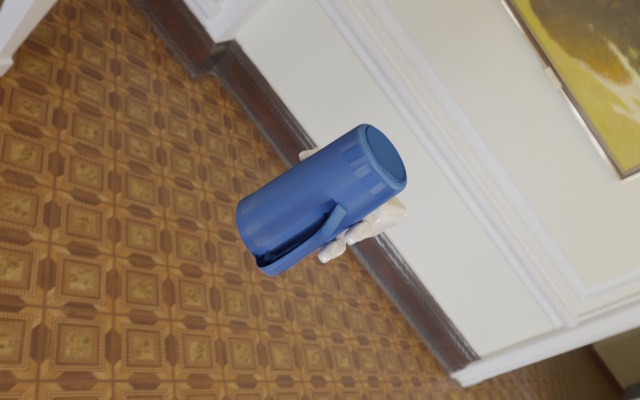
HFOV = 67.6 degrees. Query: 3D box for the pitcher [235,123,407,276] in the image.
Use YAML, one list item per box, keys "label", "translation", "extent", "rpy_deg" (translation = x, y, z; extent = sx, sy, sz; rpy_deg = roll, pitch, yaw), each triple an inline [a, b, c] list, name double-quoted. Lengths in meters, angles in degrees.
- label: "pitcher"
  translation: [0.000, 0.002, 0.693]
  extent: [0.243, 0.149, 0.145]
  rpy_deg: [-33, -19, 28]
